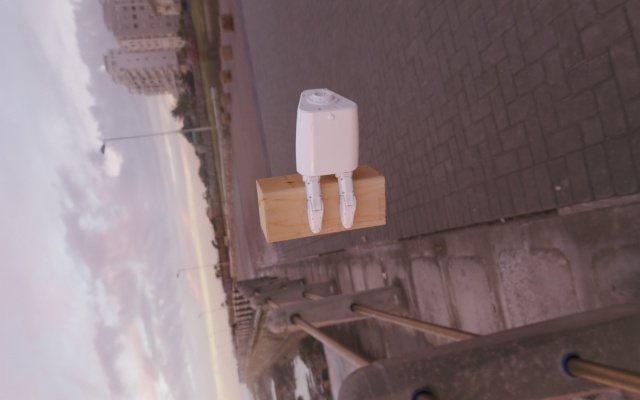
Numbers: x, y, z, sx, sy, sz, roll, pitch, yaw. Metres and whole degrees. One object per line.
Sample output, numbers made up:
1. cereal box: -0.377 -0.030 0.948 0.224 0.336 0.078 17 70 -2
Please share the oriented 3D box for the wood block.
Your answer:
1. wood block: 0.000 0.002 0.828 0.206 0.090 0.090 -8 19 -12
